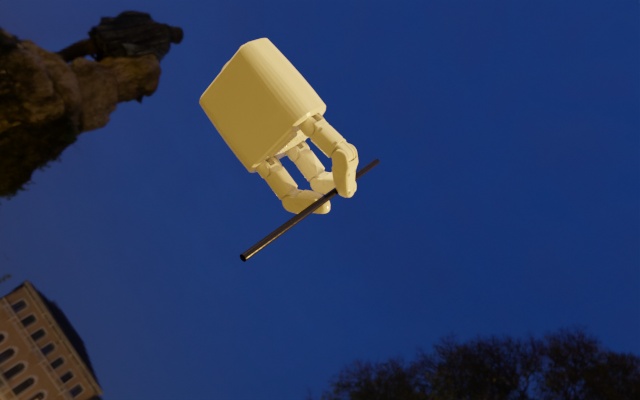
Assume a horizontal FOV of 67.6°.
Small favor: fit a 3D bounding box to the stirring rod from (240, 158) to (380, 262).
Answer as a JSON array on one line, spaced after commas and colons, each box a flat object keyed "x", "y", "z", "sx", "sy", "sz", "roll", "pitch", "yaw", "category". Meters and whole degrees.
[{"x": 0.000, "y": 0.002, "z": 0.518, "sx": 0.011, "sy": 0.011, "sz": 0.239, "roll": 0, "pitch": 25, "yaw": 41, "category": "stirring rod"}]
